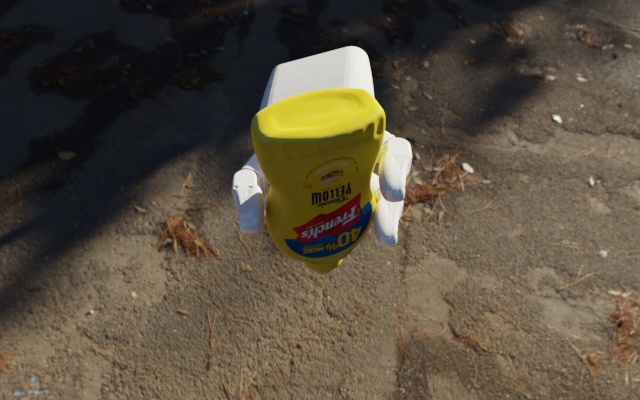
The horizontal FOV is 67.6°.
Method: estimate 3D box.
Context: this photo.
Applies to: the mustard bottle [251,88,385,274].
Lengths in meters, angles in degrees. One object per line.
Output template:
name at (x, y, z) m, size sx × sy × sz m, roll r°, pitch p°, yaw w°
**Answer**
mustard bottle at (0.000, 0.001, 0.406) m, size 0.096 × 0.058 × 0.192 m, roll -17°, pitch -41°, yaw -14°
